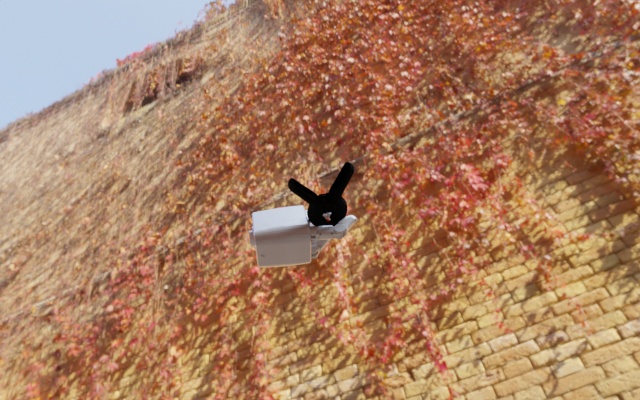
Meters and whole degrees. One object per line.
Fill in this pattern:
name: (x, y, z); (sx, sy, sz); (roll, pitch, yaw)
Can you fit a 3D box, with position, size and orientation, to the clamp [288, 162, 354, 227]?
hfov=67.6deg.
clamp: (0.000, 0.003, 0.892); (0.120, 0.172, 0.039); (-6, 45, -7)
